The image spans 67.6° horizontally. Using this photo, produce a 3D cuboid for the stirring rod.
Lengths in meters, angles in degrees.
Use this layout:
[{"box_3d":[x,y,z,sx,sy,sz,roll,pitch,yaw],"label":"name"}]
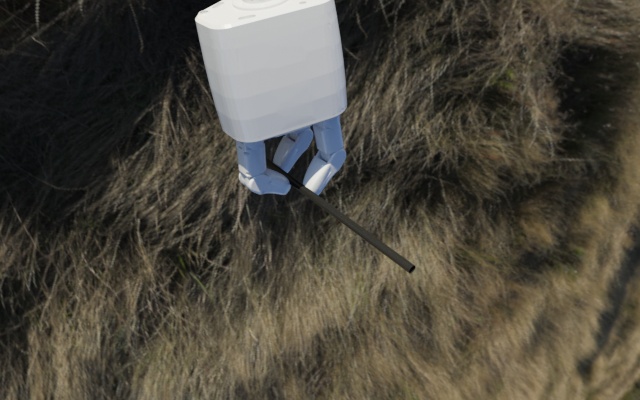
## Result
[{"box_3d":[0.000,0.001,0.470,0.011,0.011,0.239,0,28,-46],"label":"stirring rod"}]
